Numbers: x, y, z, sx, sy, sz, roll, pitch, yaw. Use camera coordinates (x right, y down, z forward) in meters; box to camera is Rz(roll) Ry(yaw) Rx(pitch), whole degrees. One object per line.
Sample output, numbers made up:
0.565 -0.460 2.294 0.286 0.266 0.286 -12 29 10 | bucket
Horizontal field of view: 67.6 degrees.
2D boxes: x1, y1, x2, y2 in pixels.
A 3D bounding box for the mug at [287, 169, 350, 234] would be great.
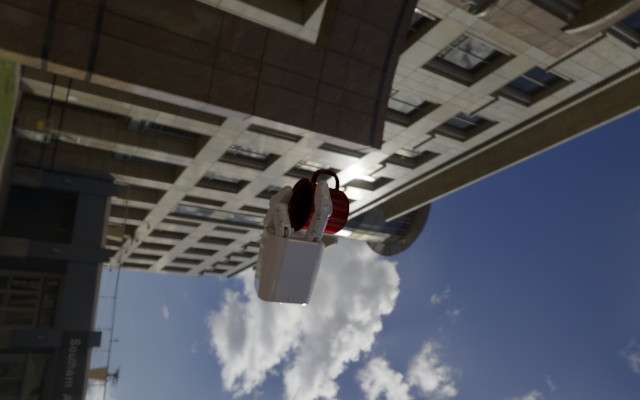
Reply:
0.001 0.001 0.839 0.081 0.117 0.093 13 3 -30 | mug
